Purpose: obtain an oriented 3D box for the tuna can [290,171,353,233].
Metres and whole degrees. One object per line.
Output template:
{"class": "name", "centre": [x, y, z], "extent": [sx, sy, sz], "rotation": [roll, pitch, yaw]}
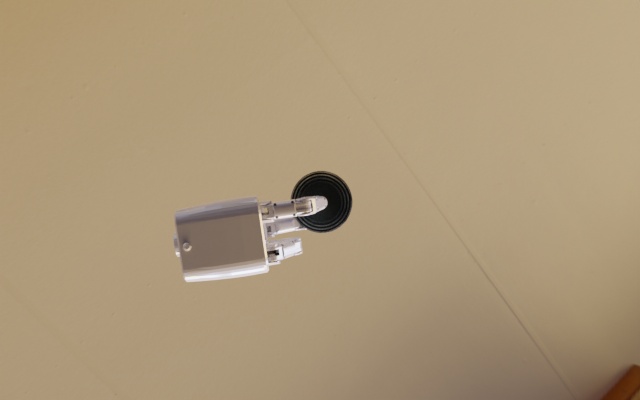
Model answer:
{"class": "tuna can", "centre": [0.000, 0.002, 0.672], "extent": [0.086, 0.086, 0.034], "rotation": [0, 0, -5]}
